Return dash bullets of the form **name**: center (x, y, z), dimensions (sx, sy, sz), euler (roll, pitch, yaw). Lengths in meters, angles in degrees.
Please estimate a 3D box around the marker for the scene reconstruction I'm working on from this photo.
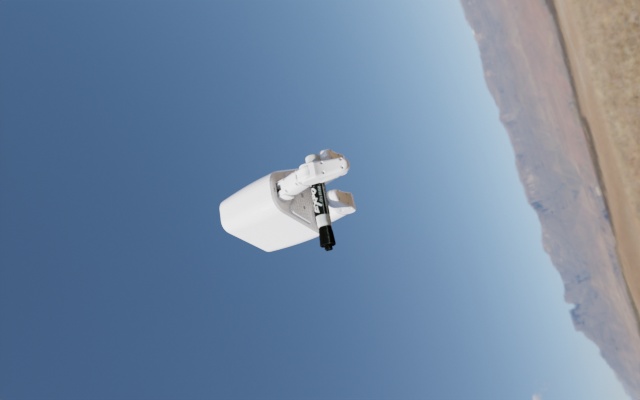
- **marker**: center (0.000, 0.002, 0.576), dimensions (0.020, 0.121, 0.020), euler (-9, -20, -3)
